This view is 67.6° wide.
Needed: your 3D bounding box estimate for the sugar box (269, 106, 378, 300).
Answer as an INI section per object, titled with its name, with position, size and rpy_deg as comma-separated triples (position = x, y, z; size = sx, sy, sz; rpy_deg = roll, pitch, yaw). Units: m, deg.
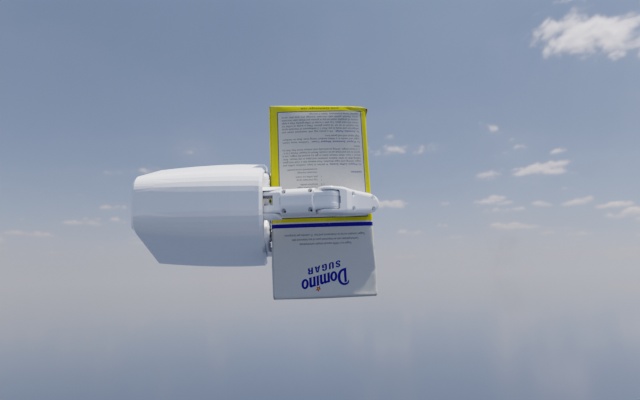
[sugar box]
position = 0.000, 0.001, 0.444
size = 0.093, 0.176, 0.048
rpy_deg = -1, -9, -4
